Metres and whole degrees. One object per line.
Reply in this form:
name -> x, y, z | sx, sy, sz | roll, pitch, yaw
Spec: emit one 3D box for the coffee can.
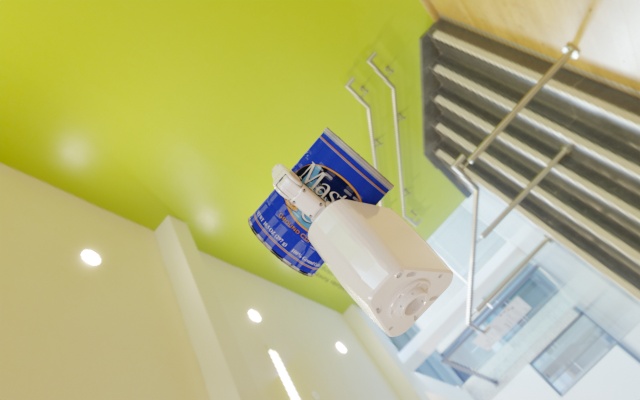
coffee can -> 0.000, 0.002, 0.552 | 0.103, 0.140, 0.103 | 41, 7, -6
